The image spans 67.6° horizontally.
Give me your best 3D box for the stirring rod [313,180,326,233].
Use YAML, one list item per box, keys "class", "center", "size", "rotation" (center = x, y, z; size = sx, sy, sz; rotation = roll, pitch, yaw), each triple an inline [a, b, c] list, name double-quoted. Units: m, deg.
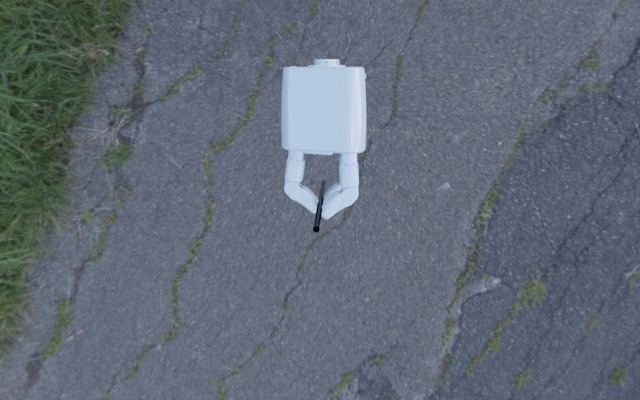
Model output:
- class: "stirring rod"
  center: [0.000, 0.002, 0.669]
  size: [0.011, 0.011, 0.239]
  rotation: [0, 15, 2]
